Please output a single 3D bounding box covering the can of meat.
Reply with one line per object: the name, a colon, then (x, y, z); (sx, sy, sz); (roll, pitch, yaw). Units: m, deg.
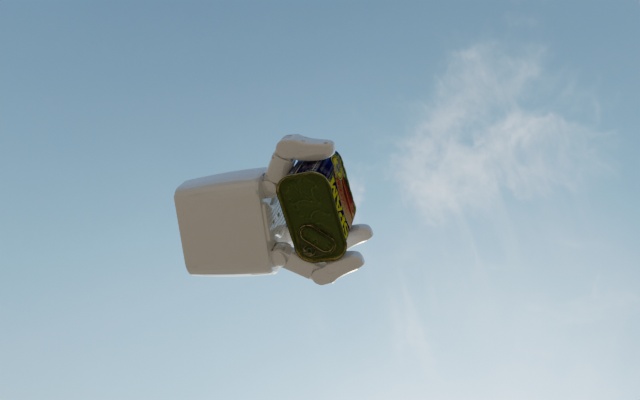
can of meat: (0.000, 0.001, 0.517); (0.057, 0.102, 0.084); (-9, 23, 18)
